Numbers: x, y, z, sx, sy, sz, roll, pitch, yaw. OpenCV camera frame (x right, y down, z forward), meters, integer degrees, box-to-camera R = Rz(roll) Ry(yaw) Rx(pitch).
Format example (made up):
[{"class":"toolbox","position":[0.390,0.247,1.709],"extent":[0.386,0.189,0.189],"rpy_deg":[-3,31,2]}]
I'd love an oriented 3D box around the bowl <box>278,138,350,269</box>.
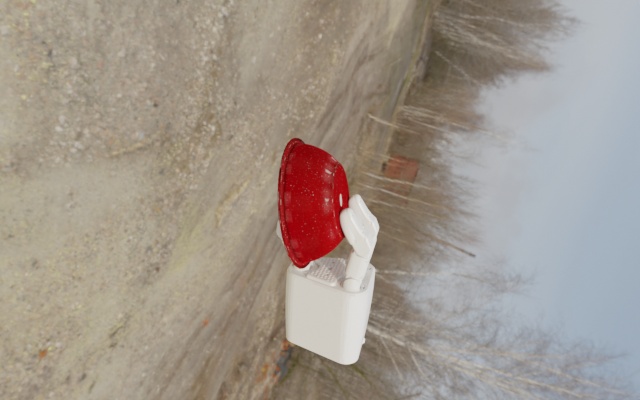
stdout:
[{"class":"bowl","position":[0.000,0.001,0.582],"extent":[0.055,0.162,0.162],"rpy_deg":[-3,-1,15]}]
